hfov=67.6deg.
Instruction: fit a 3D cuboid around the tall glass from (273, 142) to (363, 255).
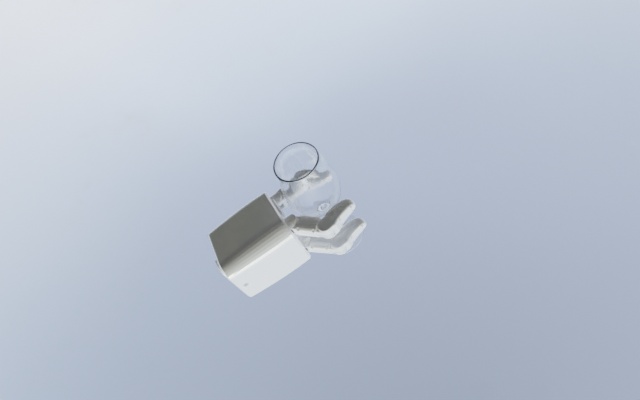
[{"bbox_3d":[0.000,0.002,0.676,0.079,0.079,0.201,0,-31,21],"label":"tall glass"}]
